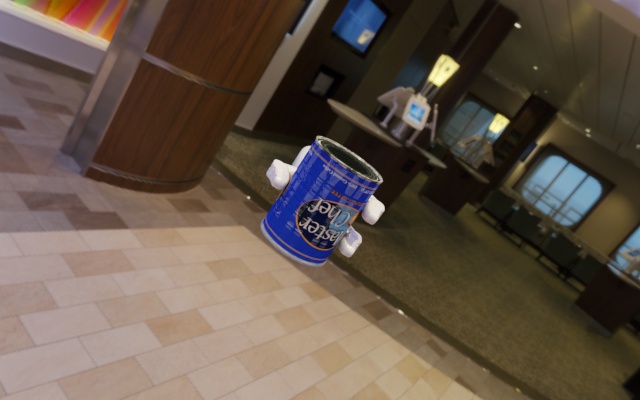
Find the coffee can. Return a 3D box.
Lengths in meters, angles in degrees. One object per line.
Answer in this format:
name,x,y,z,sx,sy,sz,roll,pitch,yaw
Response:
coffee can,0.000,0.002,0.627,0.103,0.140,0.102,31,17,-10
